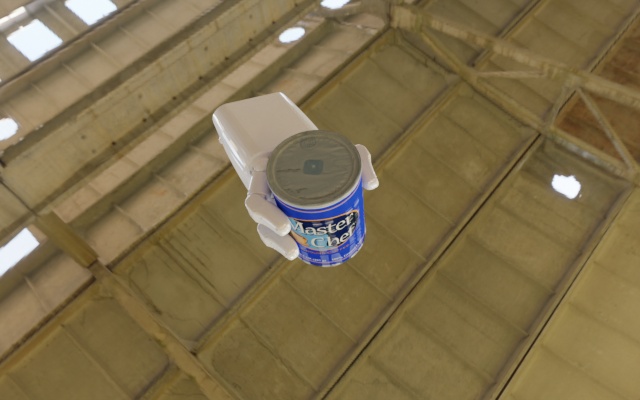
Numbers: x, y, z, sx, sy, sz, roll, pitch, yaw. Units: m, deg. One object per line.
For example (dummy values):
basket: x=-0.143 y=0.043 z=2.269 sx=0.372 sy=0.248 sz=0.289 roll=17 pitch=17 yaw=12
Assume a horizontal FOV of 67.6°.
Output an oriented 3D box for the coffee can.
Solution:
coffee can: x=0.000 y=0.002 z=0.561 sx=0.103 sy=0.102 sz=0.140 roll=0 pitch=-34 yaw=8
